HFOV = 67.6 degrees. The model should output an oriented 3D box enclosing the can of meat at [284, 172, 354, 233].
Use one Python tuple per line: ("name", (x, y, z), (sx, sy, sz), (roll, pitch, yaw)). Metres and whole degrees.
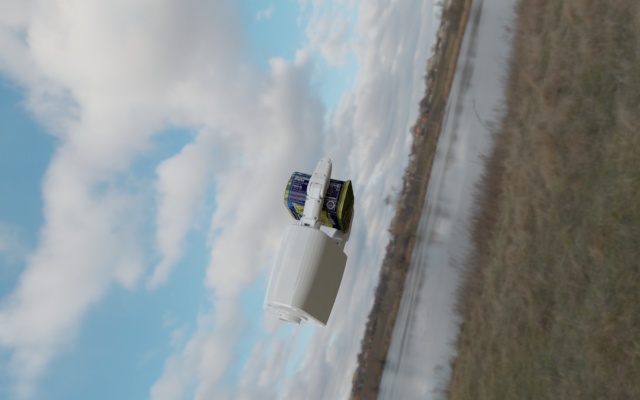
("can of meat", (0.000, 0.002, 0.689), (0.084, 0.057, 0.102), (12, -18, 12))
